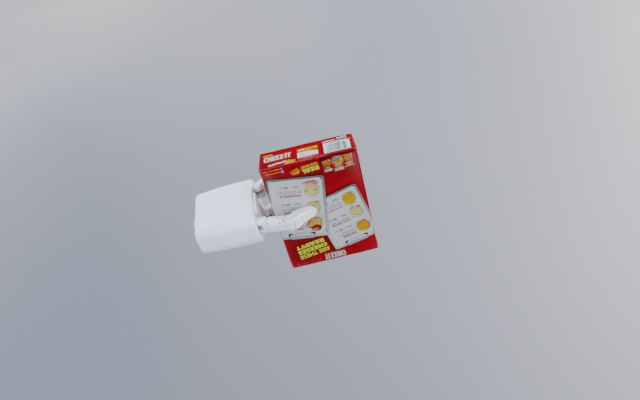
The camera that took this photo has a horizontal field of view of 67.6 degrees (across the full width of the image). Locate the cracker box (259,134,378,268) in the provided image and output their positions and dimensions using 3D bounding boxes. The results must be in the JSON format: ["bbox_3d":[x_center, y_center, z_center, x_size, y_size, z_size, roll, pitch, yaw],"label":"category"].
[{"bbox_3d":[0.000,0.003,0.842,0.164,0.214,0.072,-14,33,4],"label":"cracker box"}]
